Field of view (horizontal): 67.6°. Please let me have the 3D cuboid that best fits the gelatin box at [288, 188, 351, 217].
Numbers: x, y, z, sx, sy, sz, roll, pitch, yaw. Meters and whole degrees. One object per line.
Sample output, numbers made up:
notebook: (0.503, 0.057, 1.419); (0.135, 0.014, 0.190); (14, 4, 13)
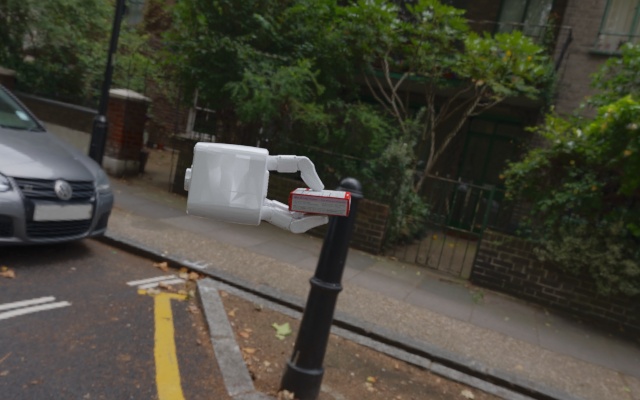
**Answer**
gelatin box: (0.000, 0.002, 0.722); (0.089, 0.030, 0.073); (5, 8, 4)
